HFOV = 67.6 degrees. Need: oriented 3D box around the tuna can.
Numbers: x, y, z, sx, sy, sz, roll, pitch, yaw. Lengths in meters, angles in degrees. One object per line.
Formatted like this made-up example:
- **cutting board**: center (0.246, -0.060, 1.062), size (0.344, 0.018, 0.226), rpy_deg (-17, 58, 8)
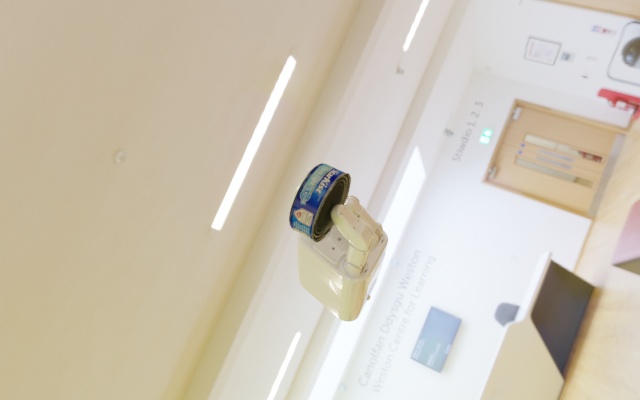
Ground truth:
- **tuna can**: center (0.000, 0.001, 0.542), size (0.033, 0.086, 0.086), rpy_deg (26, 8, 17)
